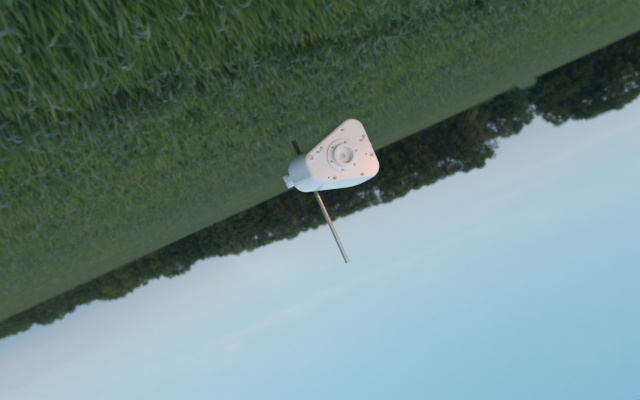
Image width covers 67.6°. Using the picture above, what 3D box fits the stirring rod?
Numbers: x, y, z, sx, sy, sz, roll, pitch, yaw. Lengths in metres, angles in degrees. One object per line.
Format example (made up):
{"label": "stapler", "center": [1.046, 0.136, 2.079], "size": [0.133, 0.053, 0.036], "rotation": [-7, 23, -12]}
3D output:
{"label": "stirring rod", "center": [0.000, 0.003, 0.859], "size": [0.011, 0.239, 0.011], "rotation": [-24, 3, 1]}
